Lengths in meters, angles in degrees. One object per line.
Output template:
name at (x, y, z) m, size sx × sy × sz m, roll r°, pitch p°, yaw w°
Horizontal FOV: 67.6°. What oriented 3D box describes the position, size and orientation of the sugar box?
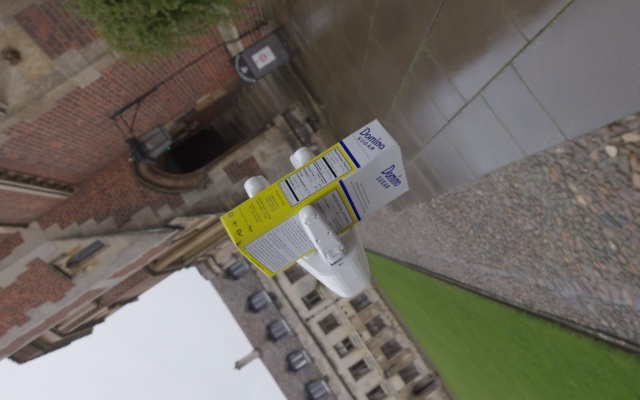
sugar box at (0.000, 0.001, 0.474) m, size 0.176 × 0.048 × 0.093 m, roll -34°, pitch -30°, yaw -2°
